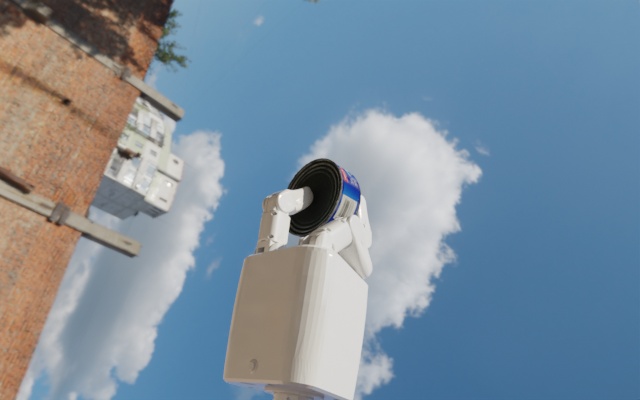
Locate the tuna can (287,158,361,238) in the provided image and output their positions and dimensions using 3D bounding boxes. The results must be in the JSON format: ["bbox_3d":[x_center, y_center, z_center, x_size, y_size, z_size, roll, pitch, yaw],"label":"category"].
[{"bbox_3d":[0.000,0.002,0.498,0.034,0.086,0.086,28,-19,-39],"label":"tuna can"}]
